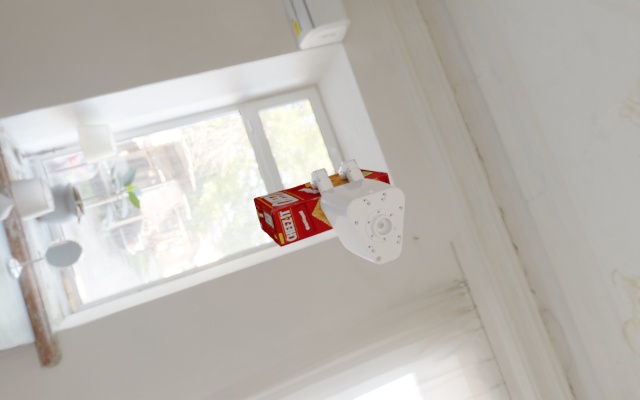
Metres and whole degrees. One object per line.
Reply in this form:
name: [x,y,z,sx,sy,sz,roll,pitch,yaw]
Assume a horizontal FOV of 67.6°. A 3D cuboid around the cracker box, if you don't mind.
cracker box: [0.000,0.003,0.859,0.213,0.072,0.164,-17,12,-16]
